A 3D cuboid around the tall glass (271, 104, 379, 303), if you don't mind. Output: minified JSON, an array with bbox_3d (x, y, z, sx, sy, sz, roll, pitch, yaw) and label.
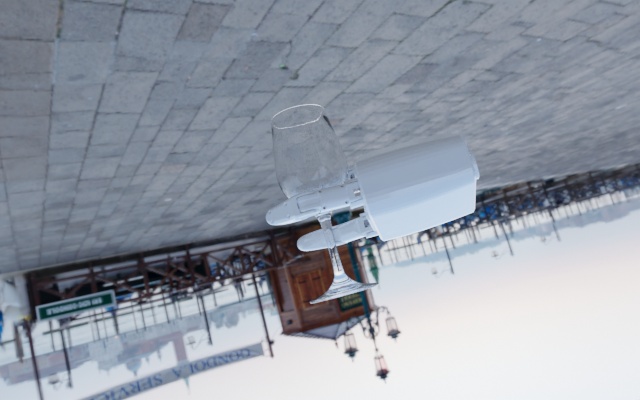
[{"bbox_3d":[0.000,0.002,0.510,0.079,0.201,0.079,-15,-9,-3],"label":"tall glass"}]
